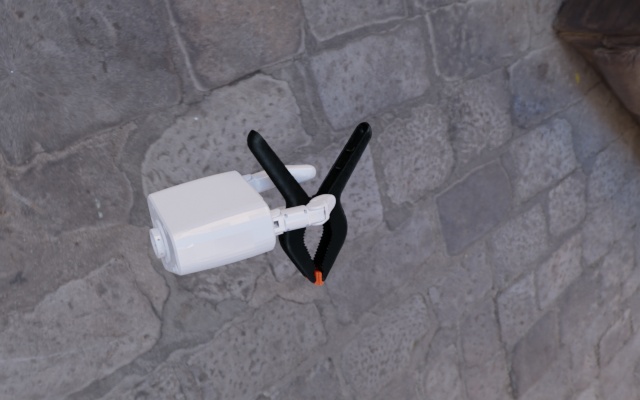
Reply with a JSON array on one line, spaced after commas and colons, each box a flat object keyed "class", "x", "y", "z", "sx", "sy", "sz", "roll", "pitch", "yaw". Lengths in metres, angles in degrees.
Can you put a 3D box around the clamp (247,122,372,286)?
[{"class": "clamp", "x": 0.000, "y": 0.003, "z": 0.596, "sx": 0.164, "sy": 0.210, "sz": 0.036, "roll": -16, "pitch": 21, "yaw": -25}]
